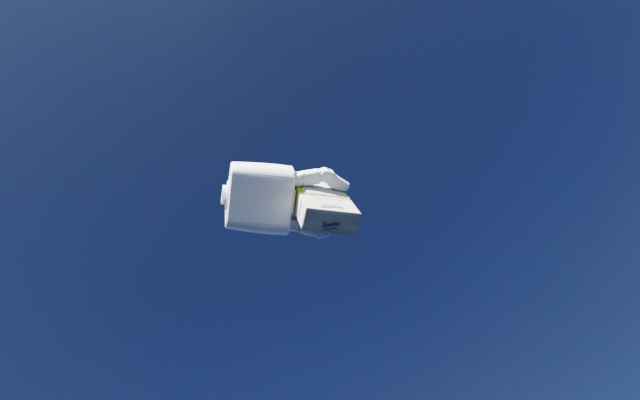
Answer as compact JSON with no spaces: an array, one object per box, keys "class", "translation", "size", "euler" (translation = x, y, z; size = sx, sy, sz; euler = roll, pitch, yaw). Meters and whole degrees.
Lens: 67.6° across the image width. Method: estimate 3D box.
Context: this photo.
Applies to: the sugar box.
[{"class":"sugar box","translation":[0.000,0.003,0.815],"size":[0.093,0.048,0.176],"euler":[7,22,-14]}]
